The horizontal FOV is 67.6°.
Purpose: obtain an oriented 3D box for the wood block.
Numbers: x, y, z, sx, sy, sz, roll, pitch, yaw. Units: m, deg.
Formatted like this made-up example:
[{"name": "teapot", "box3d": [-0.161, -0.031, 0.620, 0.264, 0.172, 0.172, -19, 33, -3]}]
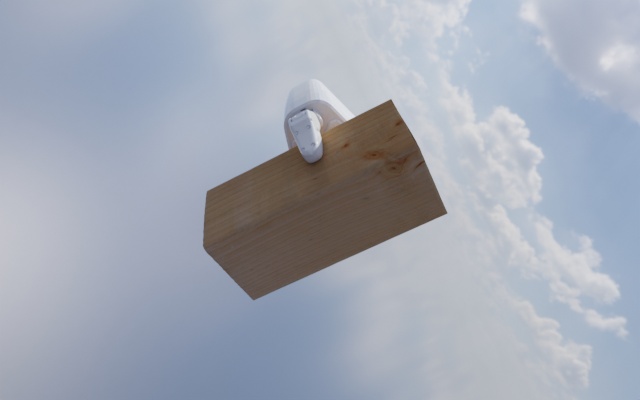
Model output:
[{"name": "wood block", "box3d": [0.000, 0.001, 0.461, 0.206, 0.091, 0.090, -26, 38, 10]}]
